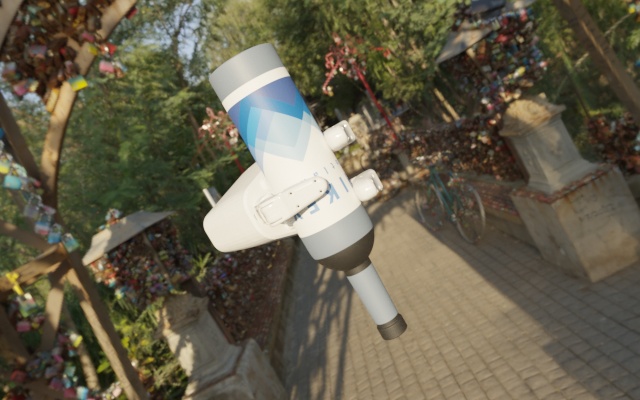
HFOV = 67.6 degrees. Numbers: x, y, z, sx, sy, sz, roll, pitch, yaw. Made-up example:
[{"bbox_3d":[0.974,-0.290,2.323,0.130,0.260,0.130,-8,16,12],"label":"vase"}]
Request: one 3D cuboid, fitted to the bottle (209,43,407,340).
[{"bbox_3d":[0.000,0.001,0.450,0.069,0.296,0.069,-29,6,3],"label":"bottle"}]
